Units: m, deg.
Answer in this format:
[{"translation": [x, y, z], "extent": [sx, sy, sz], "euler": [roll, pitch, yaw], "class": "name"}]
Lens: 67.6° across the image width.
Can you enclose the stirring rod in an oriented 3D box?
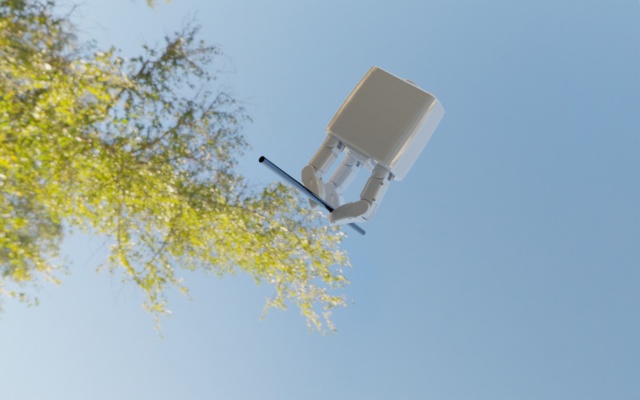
[{"translation": [0.000, 0.002, 0.582], "extent": [0.011, 0.011, 0.240], "euler": [0, -21, 32], "class": "stirring rod"}]
